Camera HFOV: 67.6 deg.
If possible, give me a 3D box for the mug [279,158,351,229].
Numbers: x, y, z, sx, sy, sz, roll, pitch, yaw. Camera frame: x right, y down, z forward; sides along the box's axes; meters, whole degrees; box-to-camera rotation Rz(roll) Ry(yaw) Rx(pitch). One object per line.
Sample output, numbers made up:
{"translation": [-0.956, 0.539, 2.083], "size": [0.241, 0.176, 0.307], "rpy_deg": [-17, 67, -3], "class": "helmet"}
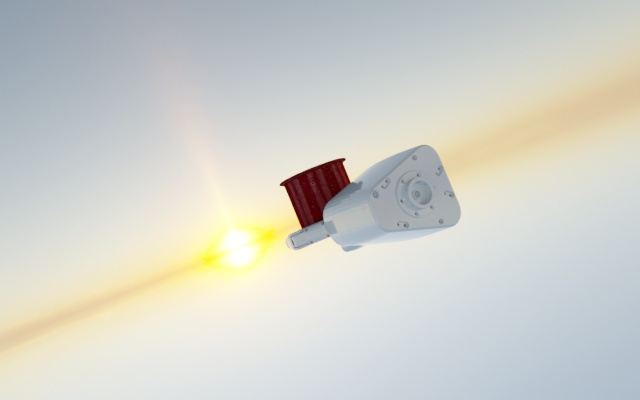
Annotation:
{"translation": [0.000, 0.003, 0.628], "size": [0.093, 0.081, 0.117], "rpy_deg": [-21, -2, -25], "class": "mug"}
